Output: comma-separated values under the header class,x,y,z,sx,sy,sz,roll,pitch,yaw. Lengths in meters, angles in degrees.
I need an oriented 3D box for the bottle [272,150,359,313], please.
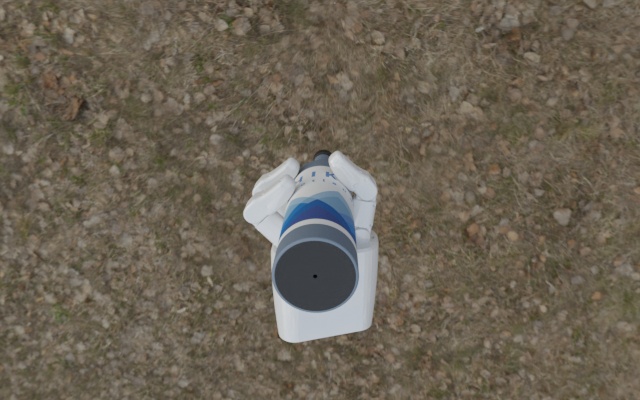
class,x,y,z,sx,sy,sz,roll,pitch,yaw
bottle,0.000,0.002,0.496,0.069,0.069,0.295,0,22,2
